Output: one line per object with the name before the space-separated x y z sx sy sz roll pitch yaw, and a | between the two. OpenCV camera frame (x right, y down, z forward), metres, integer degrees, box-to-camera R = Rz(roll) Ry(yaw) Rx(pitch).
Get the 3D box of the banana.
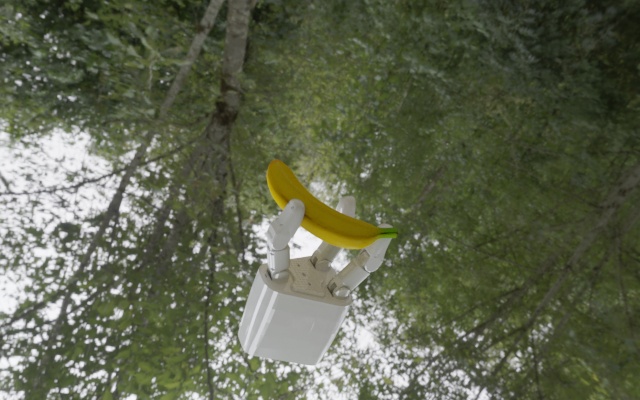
banana | -0.009 0.006 0.559 0.197 0.037 0.069 33 28 29
